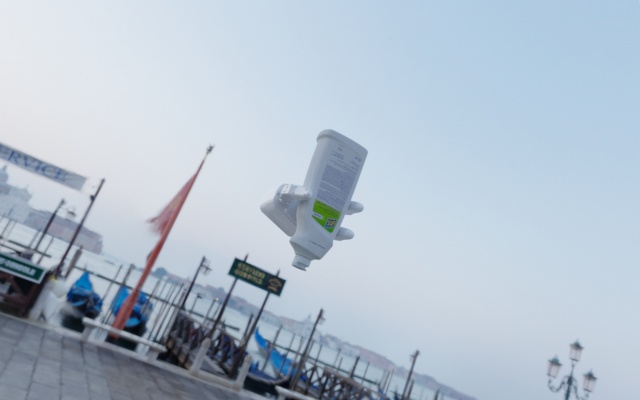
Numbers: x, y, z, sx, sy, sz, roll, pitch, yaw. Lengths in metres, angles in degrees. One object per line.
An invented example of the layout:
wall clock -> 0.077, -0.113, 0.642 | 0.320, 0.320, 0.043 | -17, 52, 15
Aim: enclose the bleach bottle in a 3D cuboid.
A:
bleach bottle -> 0.000, 0.003, 0.866 | 0.102, 0.250, 0.068 | 27, -16, -17
